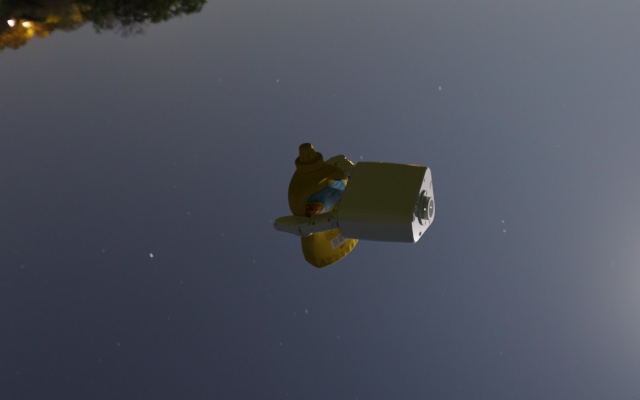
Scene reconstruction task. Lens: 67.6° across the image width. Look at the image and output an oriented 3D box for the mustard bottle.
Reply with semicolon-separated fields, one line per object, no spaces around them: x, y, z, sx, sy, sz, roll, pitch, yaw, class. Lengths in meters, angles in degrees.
0.000;0.002;0.712;0.096;0.192;0.058;-33;36;-26;mustard bottle
